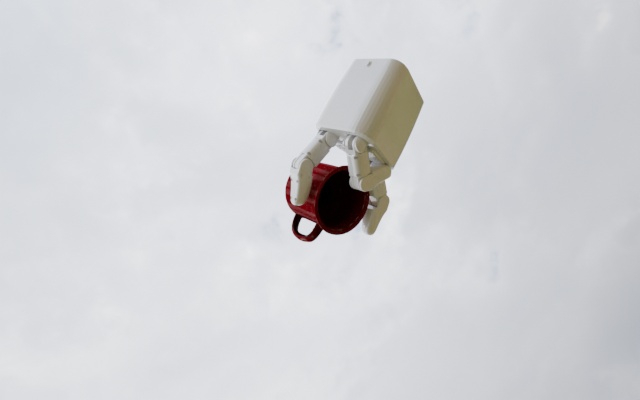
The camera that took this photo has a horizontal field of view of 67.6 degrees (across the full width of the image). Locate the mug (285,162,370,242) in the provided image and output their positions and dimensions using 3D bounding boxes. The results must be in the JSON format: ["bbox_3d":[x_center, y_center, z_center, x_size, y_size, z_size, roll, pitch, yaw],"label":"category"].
[{"bbox_3d":[-0.001,0.003,0.647,0.093,0.117,0.081,34,-9,-39],"label":"mug"}]
